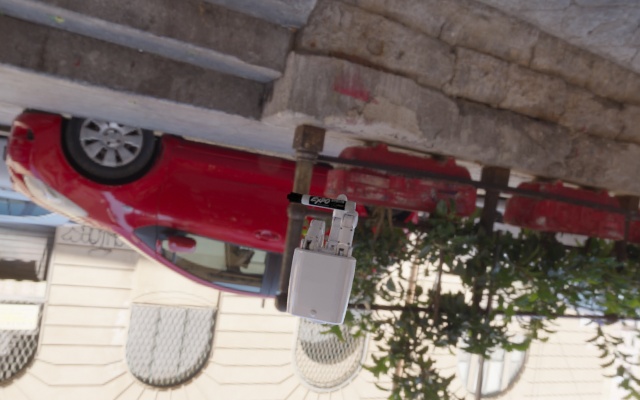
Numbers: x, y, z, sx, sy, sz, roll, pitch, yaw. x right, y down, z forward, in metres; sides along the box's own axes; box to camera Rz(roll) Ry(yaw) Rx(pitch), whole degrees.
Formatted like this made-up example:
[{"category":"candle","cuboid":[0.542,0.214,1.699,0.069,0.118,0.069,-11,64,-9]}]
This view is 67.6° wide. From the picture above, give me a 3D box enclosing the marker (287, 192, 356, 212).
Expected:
[{"category":"marker","cuboid":[0.000,0.003,0.825,0.121,0.020,0.020,9,2,12]}]
